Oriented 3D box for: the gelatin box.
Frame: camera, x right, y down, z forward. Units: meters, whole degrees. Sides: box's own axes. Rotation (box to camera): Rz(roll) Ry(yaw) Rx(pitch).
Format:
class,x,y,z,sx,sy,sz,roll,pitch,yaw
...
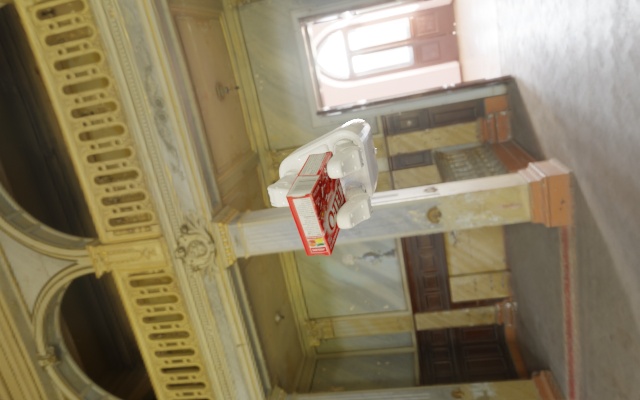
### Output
class,x,y,z,sx,sy,sz,roll,pitch,yaw
gelatin box,0.000,0.002,0.493,0.030,0.073,0.089,-5,31,20
